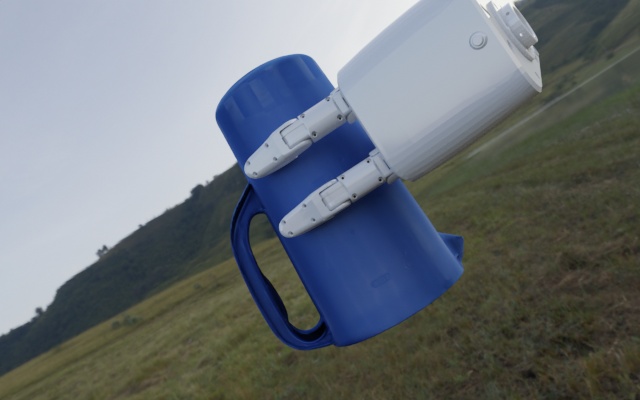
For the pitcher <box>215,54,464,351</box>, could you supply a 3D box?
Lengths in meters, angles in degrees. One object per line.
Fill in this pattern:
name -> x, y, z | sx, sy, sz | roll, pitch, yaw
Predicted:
pitcher -> 0.000, 0.001, 0.430 | 0.145, 0.243, 0.149 | -35, -6, 36
